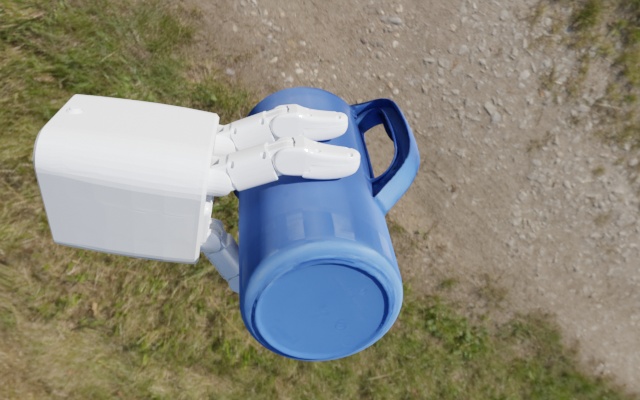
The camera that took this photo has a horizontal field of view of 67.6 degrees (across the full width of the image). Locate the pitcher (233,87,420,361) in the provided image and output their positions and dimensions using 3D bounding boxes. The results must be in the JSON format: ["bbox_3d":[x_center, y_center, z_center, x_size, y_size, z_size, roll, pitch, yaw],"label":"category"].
[{"bbox_3d":[0.000,0.001,0.402,0.145,0.149,0.242,10,31,-13],"label":"pitcher"}]
